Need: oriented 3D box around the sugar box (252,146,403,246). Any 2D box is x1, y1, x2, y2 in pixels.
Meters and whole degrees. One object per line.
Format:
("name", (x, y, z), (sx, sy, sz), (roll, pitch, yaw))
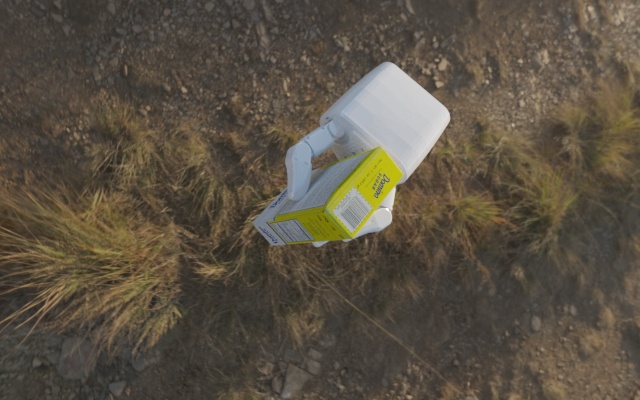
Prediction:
("sugar box", (0.001, 0.002, 0.517), (0.093, 0.048, 0.176), (-48, 14, -25))
